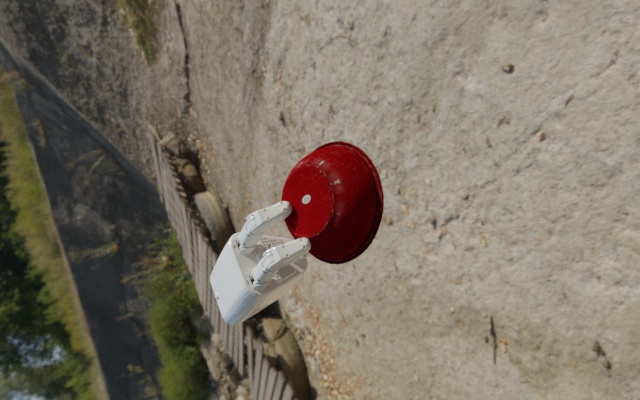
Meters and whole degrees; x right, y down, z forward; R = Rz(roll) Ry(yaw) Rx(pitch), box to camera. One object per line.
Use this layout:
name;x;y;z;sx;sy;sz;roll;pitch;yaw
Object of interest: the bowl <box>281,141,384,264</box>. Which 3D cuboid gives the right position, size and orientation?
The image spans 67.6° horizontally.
bowl;0.000;0.001;0.610;0.162;0.162;0.055;0;-2;43
